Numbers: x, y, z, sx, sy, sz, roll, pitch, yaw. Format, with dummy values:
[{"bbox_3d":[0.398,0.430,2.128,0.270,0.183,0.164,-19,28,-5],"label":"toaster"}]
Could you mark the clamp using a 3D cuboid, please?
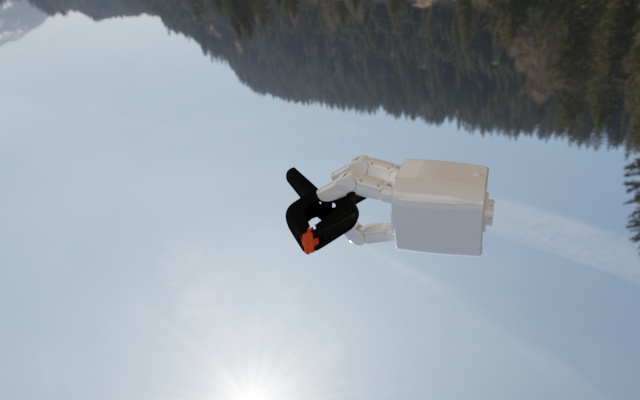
[{"bbox_3d":[0.000,0.003,0.644,0.164,0.036,0.210,4,29,20],"label":"clamp"}]
